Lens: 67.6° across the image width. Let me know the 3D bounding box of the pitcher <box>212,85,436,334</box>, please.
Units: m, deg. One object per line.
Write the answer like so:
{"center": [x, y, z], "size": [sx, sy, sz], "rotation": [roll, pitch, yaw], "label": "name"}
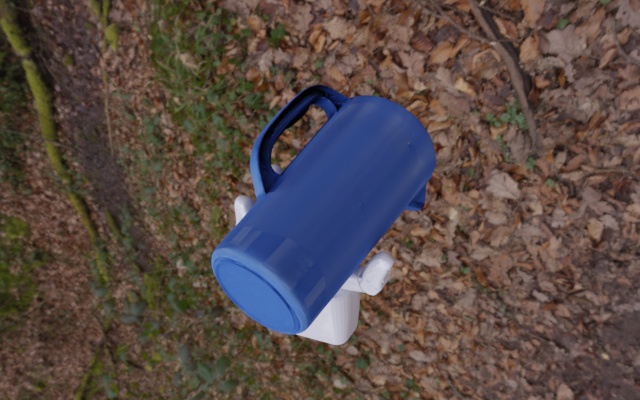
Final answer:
{"center": [0.000, 0.002, 0.481], "size": [0.149, 0.145, 0.242], "rotation": [22, 52, 25], "label": "pitcher"}
